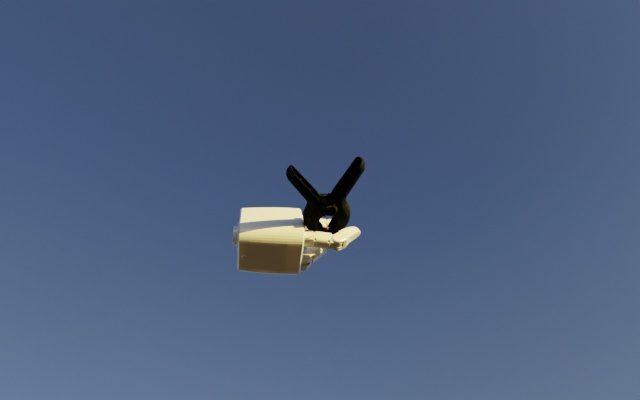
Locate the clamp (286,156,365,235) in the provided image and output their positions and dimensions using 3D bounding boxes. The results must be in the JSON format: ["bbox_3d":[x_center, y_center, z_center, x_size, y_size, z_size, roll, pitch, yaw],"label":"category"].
[{"bbox_3d":[0.000,0.002,0.764,0.120,0.172,0.039,3,37,-8],"label":"clamp"}]
